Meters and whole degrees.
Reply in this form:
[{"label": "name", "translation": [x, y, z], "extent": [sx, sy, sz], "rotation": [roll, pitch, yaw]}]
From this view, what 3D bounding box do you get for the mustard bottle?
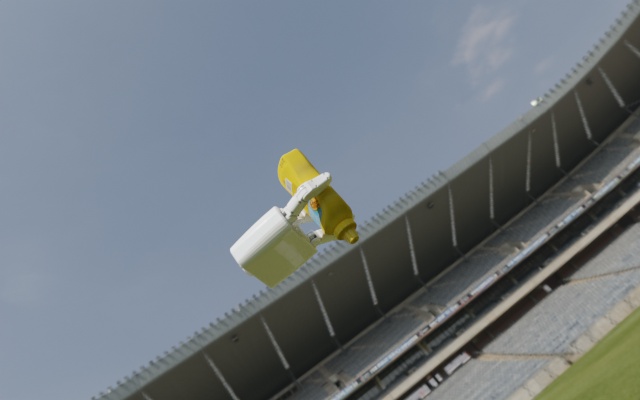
[{"label": "mustard bottle", "translation": [0.000, 0.002, 0.818], "extent": [0.058, 0.191, 0.096], "rotation": [-30, -31, -20]}]
